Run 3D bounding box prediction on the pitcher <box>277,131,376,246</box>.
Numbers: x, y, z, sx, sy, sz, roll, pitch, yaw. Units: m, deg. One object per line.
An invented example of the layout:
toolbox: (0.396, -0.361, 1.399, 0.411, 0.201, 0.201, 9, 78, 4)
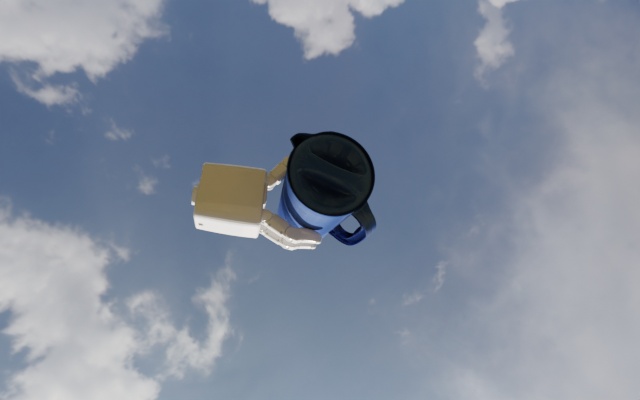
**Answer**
pitcher: (0.000, 0.003, 0.800, 0.145, 0.149, 0.243, 6, -19, -10)
